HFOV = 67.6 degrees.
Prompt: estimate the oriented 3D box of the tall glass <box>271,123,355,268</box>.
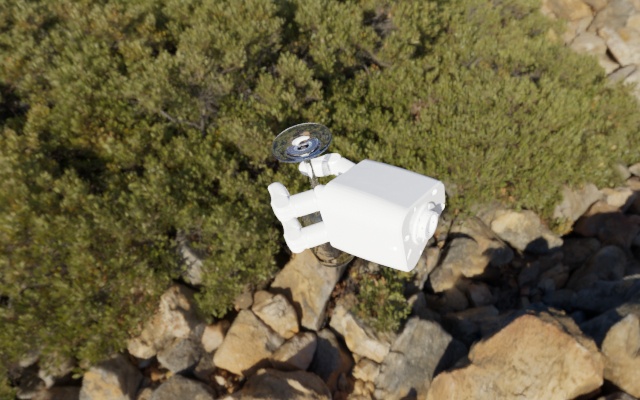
[{"bbox_3d":[0.000,0.001,0.627,0.079,0.201,0.079,-10,42,9],"label":"tall glass"}]
